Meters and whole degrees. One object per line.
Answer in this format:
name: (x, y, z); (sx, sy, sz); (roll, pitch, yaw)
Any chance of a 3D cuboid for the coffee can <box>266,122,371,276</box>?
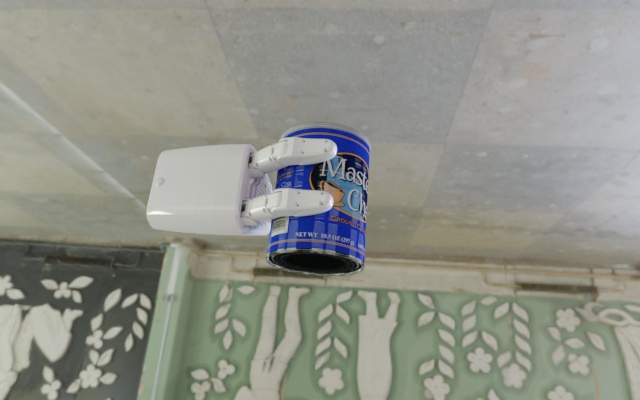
coffee can: (0.000, 0.002, 0.516); (0.103, 0.140, 0.103); (4, -21, 2)
